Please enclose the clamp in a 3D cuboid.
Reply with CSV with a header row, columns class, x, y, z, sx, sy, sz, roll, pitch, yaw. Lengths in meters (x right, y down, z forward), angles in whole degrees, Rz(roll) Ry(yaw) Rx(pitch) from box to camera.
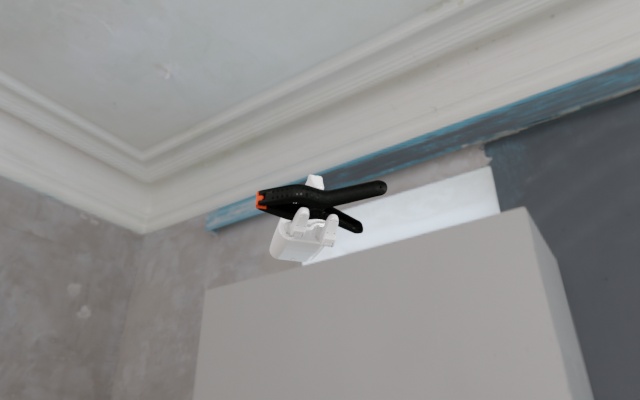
class,x,y,z,sx,sy,sz,roll,pitch,yaw
clamp,0.000,0.002,0.797,0.210,0.036,0.165,8,-31,-15
